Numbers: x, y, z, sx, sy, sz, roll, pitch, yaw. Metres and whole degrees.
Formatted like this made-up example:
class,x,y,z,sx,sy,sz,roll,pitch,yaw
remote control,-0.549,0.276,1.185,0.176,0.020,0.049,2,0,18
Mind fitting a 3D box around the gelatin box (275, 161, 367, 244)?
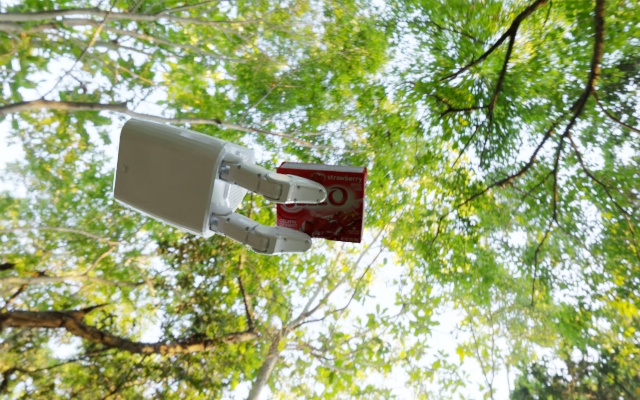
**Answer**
class,x,y,z,sx,sy,sz,roll,pitch,yaw
gelatin box,0.000,0.001,0.476,0.089,0.073,0.030,5,18,8
